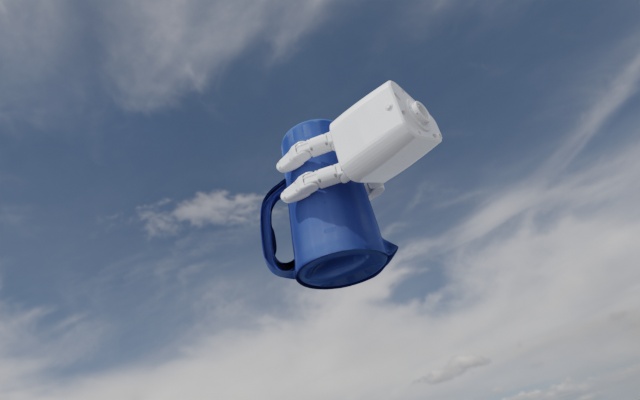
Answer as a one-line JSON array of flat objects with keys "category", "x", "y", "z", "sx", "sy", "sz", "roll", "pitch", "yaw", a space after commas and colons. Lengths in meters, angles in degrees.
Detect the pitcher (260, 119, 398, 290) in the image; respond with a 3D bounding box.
[{"category": "pitcher", "x": 0.000, "y": 0.002, "z": 0.713, "sx": 0.149, "sy": 0.242, "sz": 0.145, "roll": 19, "pitch": -43, "yaw": -42}]
